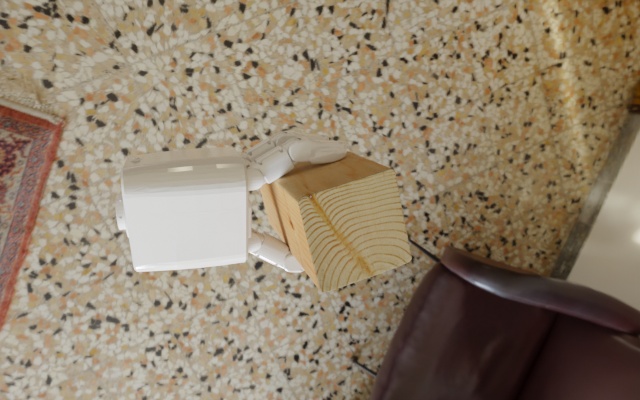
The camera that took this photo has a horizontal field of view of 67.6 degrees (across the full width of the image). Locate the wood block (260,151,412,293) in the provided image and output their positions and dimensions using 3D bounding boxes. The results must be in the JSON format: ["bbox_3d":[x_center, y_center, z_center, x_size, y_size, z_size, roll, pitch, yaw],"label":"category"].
[{"bbox_3d":[0.000,0.002,0.495,0.090,0.091,0.206,-18,19,-13],"label":"wood block"}]
